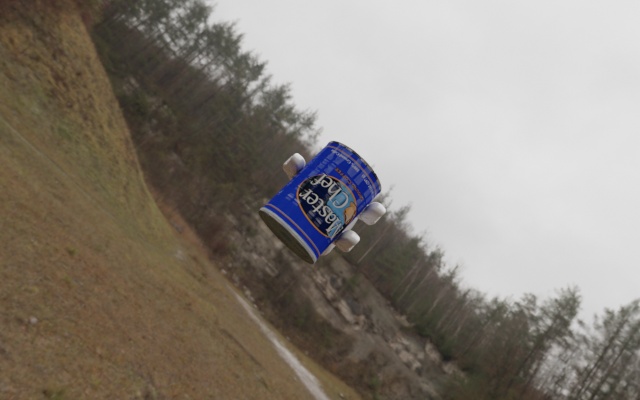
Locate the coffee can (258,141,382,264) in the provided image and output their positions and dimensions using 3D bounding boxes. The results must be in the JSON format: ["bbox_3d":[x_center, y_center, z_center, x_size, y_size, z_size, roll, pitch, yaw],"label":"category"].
[{"bbox_3d":[0.000,0.002,0.657,0.140,0.103,0.103,-46,14,-15],"label":"coffee can"}]
